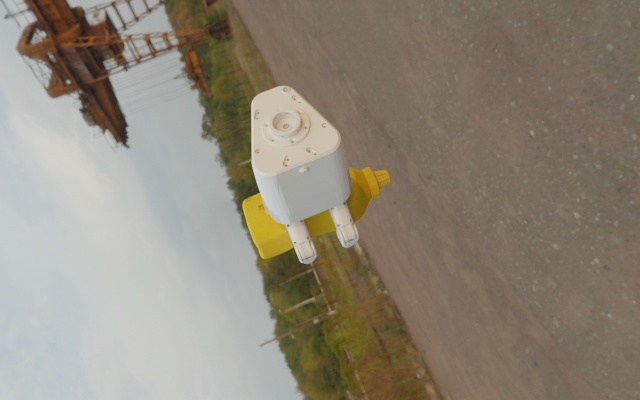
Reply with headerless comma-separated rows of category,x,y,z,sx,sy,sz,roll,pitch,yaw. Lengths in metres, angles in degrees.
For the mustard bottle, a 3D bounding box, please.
mustard bottle,0.000,0.002,0.617,0.191,0.058,0.096,-22,38,-4
